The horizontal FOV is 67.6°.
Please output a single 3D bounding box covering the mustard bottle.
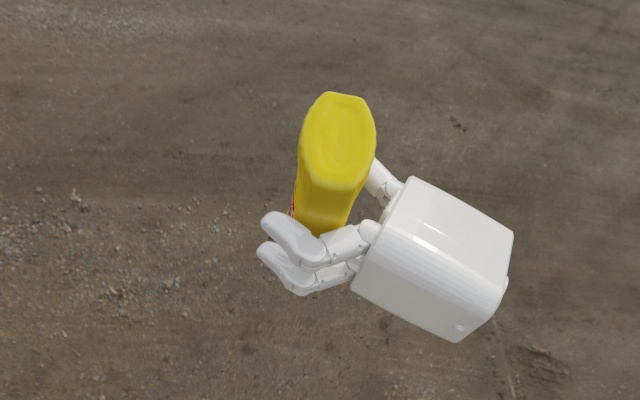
[{"bbox_3d":[0.000,0.001,0.431,0.058,0.096,0.192,9,-33,-5],"label":"mustard bottle"}]
